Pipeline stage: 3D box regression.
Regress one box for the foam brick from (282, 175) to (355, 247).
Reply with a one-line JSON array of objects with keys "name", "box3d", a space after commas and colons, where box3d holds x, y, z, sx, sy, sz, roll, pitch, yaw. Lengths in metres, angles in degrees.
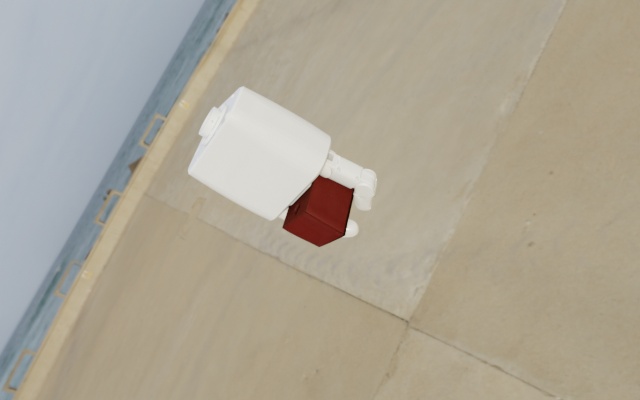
[{"name": "foam brick", "box3d": [0.000, 0.002, 0.517, 0.051, 0.078, 0.053, 29, -34, -21]}]
